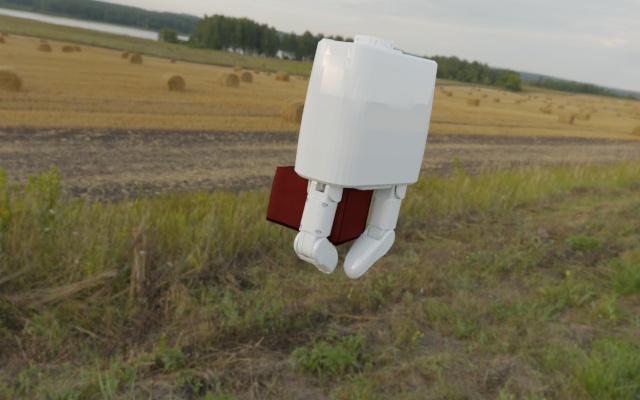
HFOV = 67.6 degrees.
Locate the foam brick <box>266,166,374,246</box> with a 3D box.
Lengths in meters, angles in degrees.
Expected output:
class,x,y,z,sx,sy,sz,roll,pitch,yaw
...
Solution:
class,x,y,z,sx,sy,sz,roll,pitch,yaw
foam brick,0.000,0.001,0.430,0.078,0.051,0.053,18,15,28
